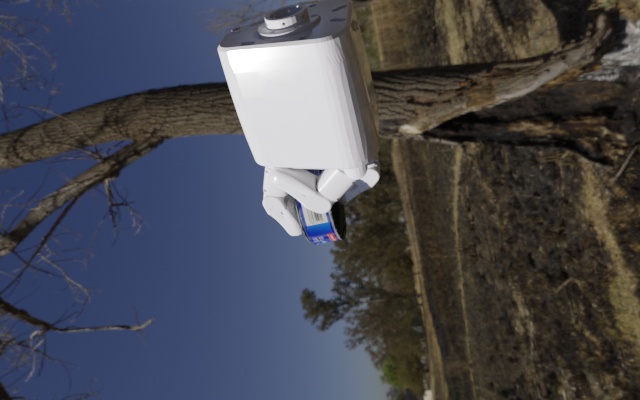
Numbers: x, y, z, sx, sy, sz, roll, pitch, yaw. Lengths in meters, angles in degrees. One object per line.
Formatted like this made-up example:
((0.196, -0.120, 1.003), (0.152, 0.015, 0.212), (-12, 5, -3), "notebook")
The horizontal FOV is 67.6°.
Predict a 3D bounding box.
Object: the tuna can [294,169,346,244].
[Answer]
((0.000, 0.002, 0.494), (0.034, 0.086, 0.086), (-12, -2, 11), "tuna can")
